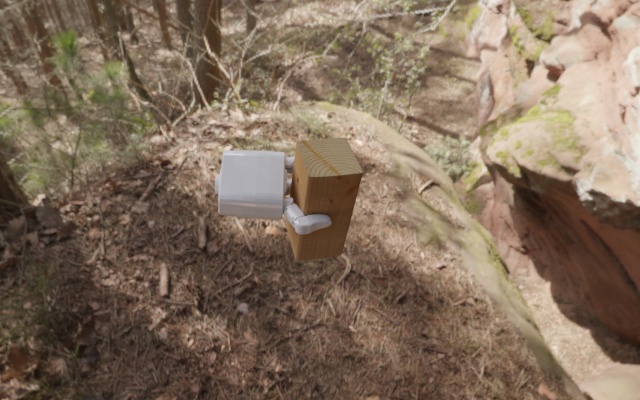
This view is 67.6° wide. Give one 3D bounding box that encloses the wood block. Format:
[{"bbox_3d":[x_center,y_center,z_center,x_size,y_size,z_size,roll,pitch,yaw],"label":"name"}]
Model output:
[{"bbox_3d":[0.000,0.003,0.826,0.090,0.090,0.206,-6,-43,-16],"label":"wood block"}]
